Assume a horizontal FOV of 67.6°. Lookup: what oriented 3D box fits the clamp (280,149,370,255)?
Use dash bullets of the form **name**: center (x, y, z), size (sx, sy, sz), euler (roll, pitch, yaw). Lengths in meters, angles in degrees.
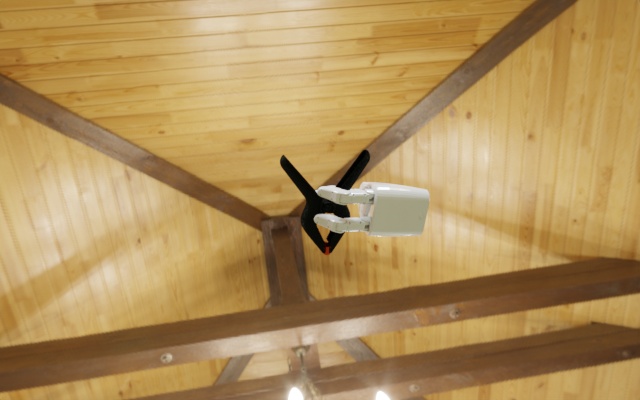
- **clamp**: center (0.000, 0.003, 0.890), size (0.164, 0.210, 0.036), euler (2, 21, -12)
